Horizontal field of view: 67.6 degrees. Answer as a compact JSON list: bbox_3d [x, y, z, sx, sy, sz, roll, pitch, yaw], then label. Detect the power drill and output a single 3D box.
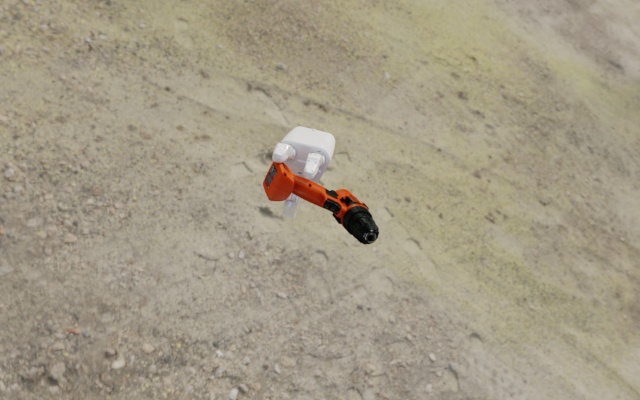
[{"bbox_3d":[0.000,0.002,0.812,0.188,0.057,0.184,25,10,-21],"label":"power drill"}]
